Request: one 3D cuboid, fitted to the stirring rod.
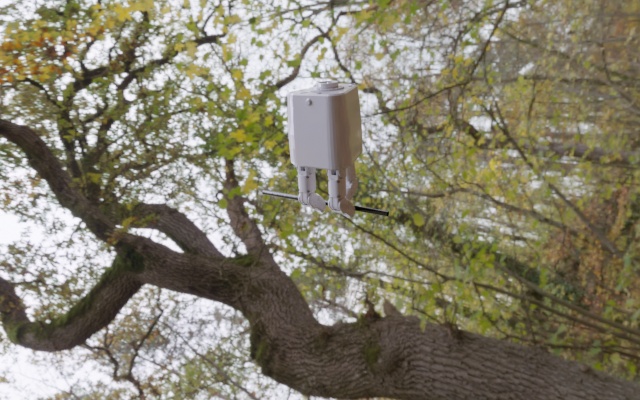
[{"bbox_3d":[0.000,0.002,0.772,0.239,0.011,0.011,10,5,33],"label":"stirring rod"}]
